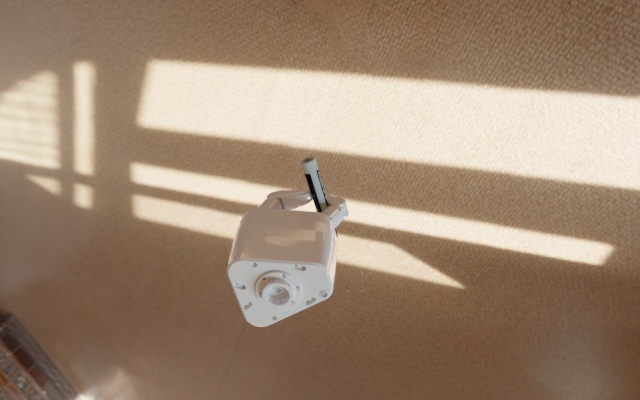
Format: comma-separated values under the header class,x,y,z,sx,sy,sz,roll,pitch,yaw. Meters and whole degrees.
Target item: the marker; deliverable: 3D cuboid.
class,x,y,z,sx,sy,sz,roll,pitch,yaw
marker,0.000,0.002,0.615,0.020,0.121,0.020,-13,25,7
